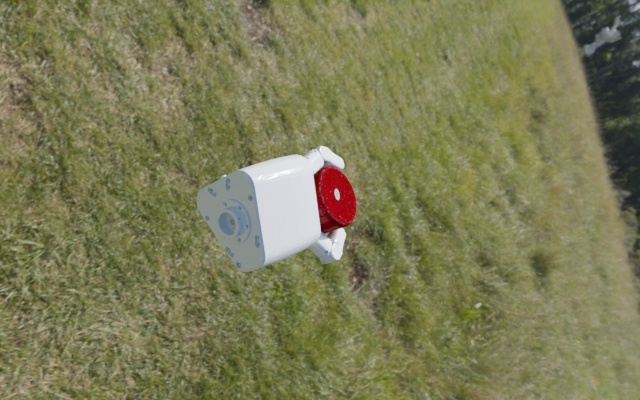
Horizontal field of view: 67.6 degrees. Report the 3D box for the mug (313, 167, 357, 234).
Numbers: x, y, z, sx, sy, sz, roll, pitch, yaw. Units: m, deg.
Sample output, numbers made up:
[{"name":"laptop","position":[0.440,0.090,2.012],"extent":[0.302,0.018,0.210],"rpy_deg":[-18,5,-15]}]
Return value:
[{"name":"mug","position":[0.001,0.002,0.644],"extent":[0.081,0.093,0.117],"rpy_deg":[-21,2,36]}]
